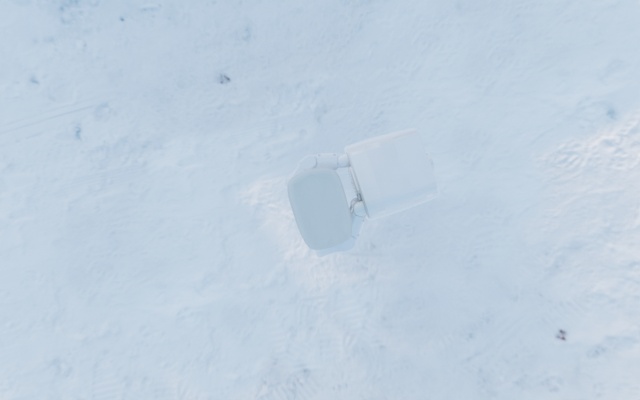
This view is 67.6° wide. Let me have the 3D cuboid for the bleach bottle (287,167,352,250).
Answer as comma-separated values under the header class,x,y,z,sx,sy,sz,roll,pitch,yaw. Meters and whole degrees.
class,x,y,z,sx,sy,sz,roll,pitch,yaw
bleach bottle,0.000,0.002,0.694,0.068,0.102,0.251,-16,5,1
